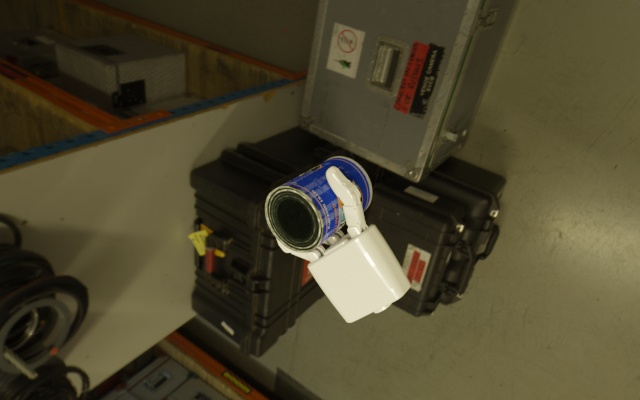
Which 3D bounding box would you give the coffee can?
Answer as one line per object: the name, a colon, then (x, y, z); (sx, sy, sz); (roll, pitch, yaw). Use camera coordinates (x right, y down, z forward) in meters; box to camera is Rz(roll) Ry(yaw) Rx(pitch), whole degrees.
coffee can: (0.000, 0.002, 0.720); (0.103, 0.103, 0.140); (0, 21, 37)
